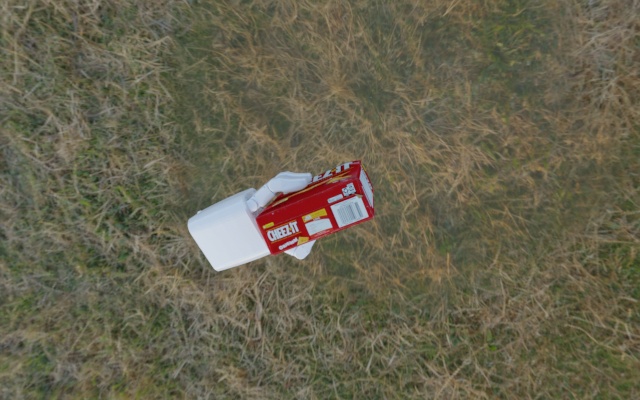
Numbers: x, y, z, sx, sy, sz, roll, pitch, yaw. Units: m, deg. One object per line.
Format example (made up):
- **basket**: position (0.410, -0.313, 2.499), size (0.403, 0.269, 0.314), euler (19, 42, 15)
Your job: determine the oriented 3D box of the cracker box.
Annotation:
- **cracker box**: position (0.000, 0.003, 0.779), size (0.164, 0.072, 0.213), euler (-22, 9, 10)
